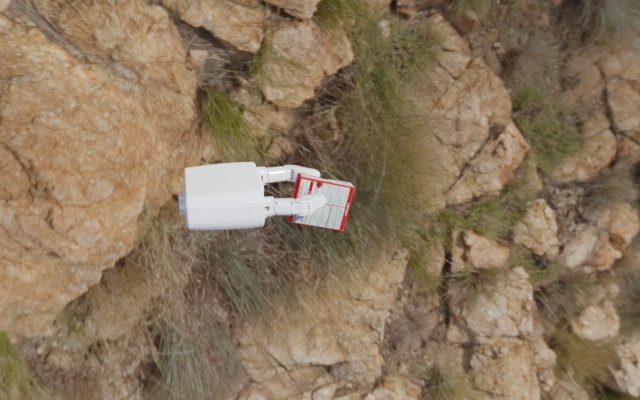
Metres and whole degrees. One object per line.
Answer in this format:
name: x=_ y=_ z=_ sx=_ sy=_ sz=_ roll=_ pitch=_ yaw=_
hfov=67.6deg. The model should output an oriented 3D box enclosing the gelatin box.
gelatin box: x=0.001 y=0.003 z=0.732 sx=0.089 sy=0.073 sz=0.030 roll=10 pitch=14 yaw=-14
